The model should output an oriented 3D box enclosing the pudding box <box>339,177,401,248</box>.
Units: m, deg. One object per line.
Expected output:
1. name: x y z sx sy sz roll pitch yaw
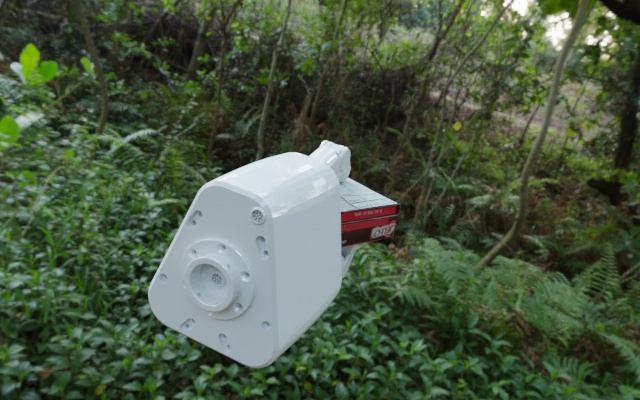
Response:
1. pudding box: 0.000 0.001 0.426 0.090 0.039 0.113 -4 27 -42
